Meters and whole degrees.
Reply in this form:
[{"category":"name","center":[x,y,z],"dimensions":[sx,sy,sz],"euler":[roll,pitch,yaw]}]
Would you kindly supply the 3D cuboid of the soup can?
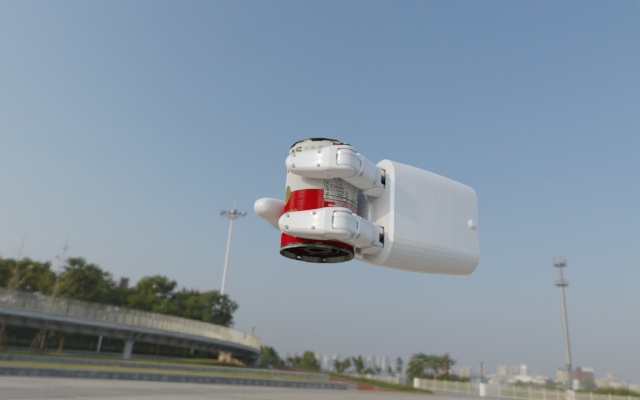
[{"category":"soup can","center":[0.000,0.001,0.443],"dimensions":[0.068,0.102,0.068],"euler":[4,-19,1]}]
